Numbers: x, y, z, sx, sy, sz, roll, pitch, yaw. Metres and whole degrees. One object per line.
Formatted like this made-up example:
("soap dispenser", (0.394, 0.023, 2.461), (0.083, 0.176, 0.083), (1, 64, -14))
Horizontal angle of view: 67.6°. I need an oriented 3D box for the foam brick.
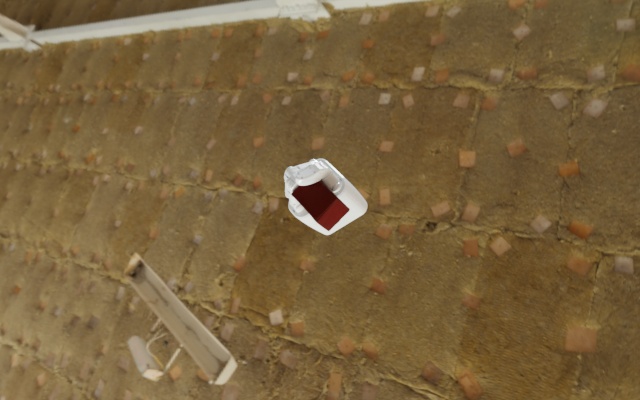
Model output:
("foam brick", (0.000, 0.003, 0.791), (0.078, 0.053, 0.051), (47, 3, 37))
